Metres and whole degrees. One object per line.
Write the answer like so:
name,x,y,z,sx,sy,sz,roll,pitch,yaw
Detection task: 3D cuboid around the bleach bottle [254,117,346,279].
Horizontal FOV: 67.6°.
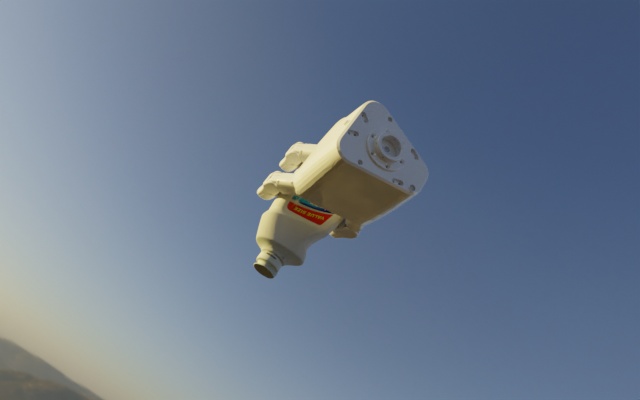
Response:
bleach bottle,0.000,0.002,0.634,0.102,0.250,0.068,40,-32,-9
